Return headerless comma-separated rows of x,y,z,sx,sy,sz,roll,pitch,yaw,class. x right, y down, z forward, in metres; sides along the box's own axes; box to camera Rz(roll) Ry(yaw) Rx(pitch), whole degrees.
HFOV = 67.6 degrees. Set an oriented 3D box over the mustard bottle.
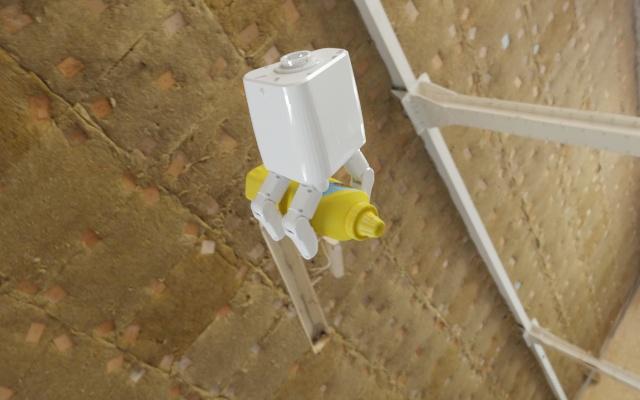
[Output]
0.000,0.002,0.564,0.096,0.058,0.191,-7,21,-41,mustard bottle
